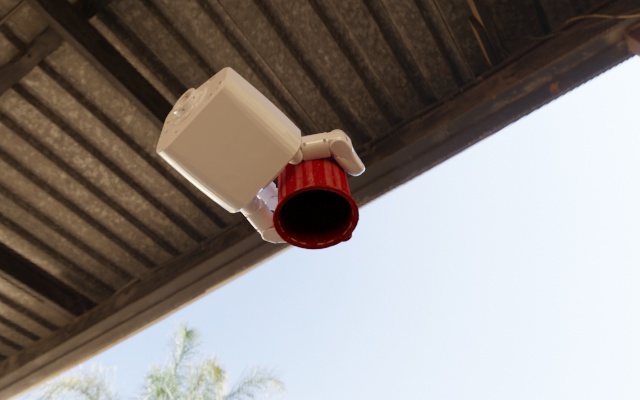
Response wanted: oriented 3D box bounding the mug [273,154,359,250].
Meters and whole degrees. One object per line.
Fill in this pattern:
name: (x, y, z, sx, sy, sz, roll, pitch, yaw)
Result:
mug: (0.001, 0.002, 0.548, 0.093, 0.081, 0.117, -33, -55, 21)
